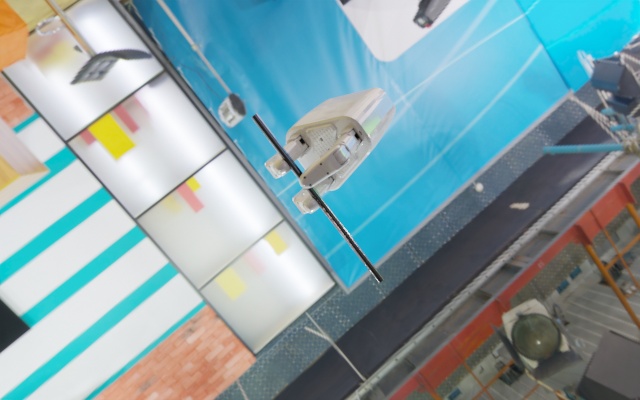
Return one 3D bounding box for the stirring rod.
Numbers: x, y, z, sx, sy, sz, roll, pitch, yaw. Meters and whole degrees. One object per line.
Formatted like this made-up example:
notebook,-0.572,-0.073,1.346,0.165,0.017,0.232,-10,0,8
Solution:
stirring rod,0.000,0.002,0.538,0.011,0.239,0.011,-35,13,9
